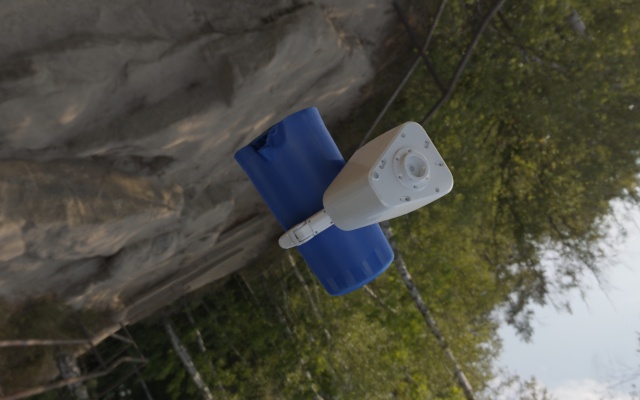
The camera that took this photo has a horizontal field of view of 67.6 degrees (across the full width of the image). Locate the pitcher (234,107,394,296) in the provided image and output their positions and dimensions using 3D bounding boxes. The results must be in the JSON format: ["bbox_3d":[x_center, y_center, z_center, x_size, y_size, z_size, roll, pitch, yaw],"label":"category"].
[{"bbox_3d":[0.000,0.002,0.672,0.149,0.243,0.145,-31,1,-29],"label":"pitcher"}]
